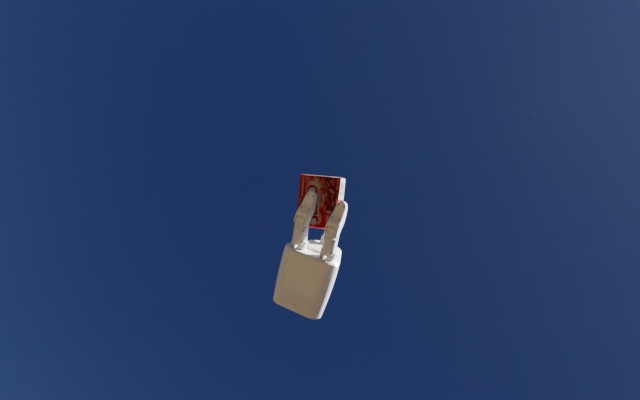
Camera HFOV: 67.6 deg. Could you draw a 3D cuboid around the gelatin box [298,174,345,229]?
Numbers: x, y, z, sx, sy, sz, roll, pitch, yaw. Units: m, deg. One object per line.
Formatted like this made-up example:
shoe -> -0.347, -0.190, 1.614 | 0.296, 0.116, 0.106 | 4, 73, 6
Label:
gelatin box -> 0.000, 0.002, 0.808 | 0.073, 0.089, 0.030 | 6, 3, 21
